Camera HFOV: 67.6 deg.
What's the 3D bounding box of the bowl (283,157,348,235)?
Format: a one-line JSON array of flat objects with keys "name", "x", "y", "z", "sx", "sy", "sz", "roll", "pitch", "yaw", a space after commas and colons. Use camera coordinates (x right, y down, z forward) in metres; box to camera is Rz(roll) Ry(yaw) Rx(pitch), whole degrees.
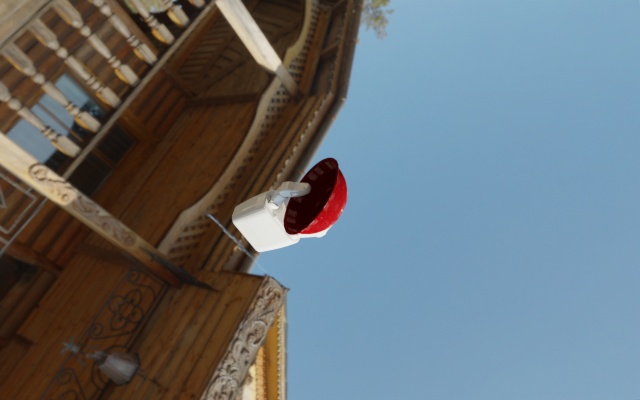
[{"name": "bowl", "x": 0.001, "y": 0.003, "z": 0.878, "sx": 0.055, "sy": 0.162, "sz": 0.162, "roll": 32, "pitch": -14, "yaw": -24}]
